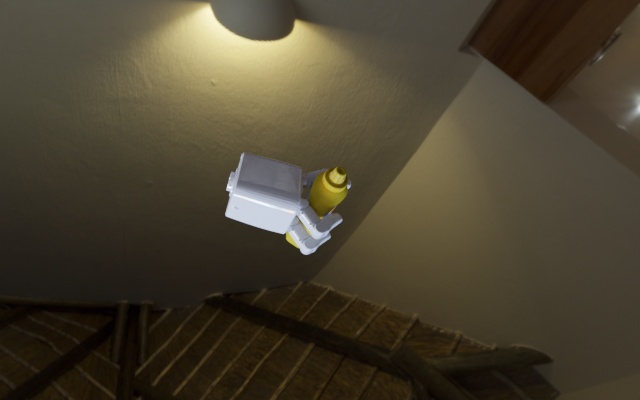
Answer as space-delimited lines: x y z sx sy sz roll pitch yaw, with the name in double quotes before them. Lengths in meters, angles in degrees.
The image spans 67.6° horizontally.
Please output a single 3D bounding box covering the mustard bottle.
"mustard bottle" 0.000 0.003 0.823 0.058 0.096 0.192 36 -38 3
